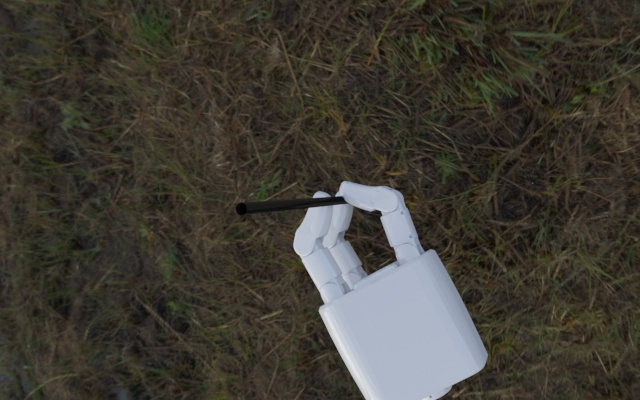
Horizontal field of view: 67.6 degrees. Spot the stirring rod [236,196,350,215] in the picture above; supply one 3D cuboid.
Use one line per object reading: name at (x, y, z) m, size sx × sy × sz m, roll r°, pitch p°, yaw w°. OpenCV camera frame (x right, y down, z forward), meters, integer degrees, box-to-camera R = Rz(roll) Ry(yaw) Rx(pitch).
stirring rod at (0.000, 0.001, 0.403) m, size 0.011 × 0.011 × 0.239 m, roll 0°, pitch 2°, yaw 24°
